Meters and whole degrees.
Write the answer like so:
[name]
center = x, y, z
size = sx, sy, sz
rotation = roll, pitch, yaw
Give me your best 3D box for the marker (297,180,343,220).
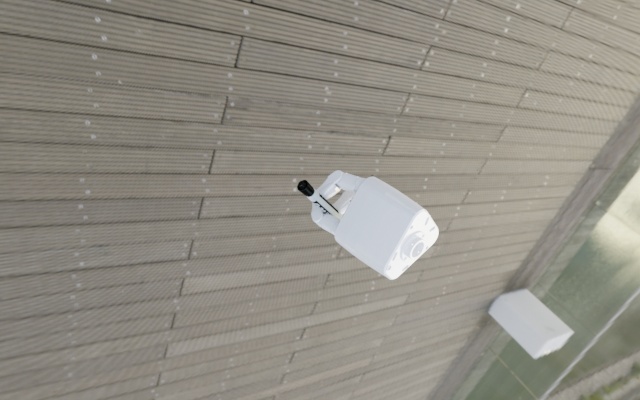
[marker]
center = 0.000, 0.002, 0.735
size = 0.020, 0.020, 0.121
rotation = 0, -27, 32
